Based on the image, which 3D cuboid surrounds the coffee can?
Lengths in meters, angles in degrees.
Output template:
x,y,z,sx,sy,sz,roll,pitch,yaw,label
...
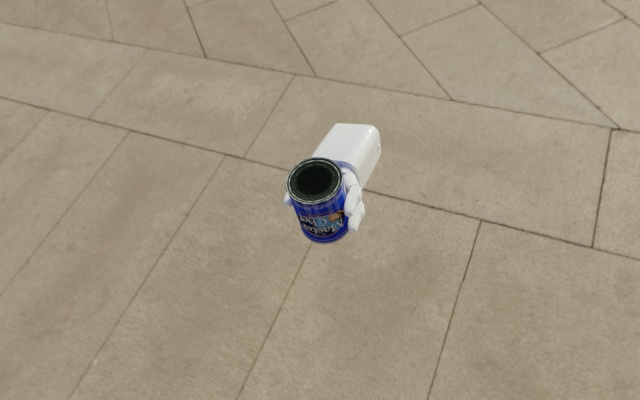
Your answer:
x,y,z,sx,sy,sz,roll,pitch,yaw,label
0.000,0.003,0.882,0.103,0.102,0.140,0,-34,12,coffee can
